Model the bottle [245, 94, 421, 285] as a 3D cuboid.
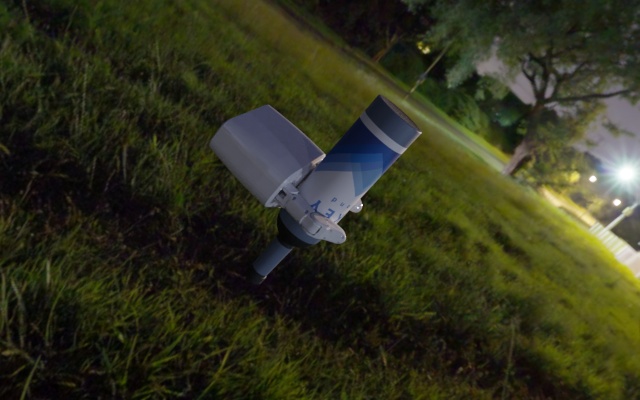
[{"bbox_3d":[0.000,0.002,0.602,0.296,0.069,0.069,-48,-21,20],"label":"bottle"}]
